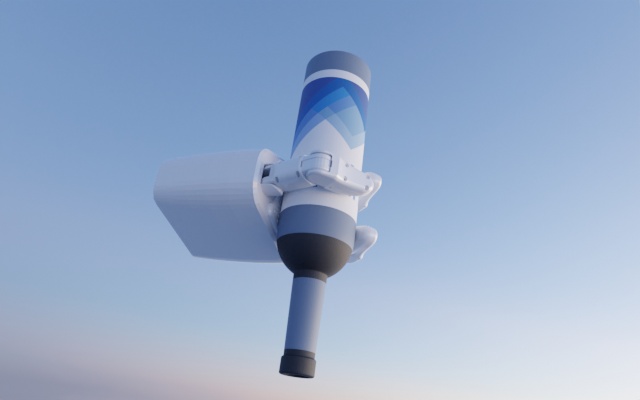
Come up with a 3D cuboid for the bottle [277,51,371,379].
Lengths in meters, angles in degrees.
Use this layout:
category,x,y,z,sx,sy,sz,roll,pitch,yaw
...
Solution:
category,x,y,z,sx,sy,sz,roll,pitch,yaw
bottle,0.000,0.001,0.424,0.069,0.295,0.069,6,-26,3
